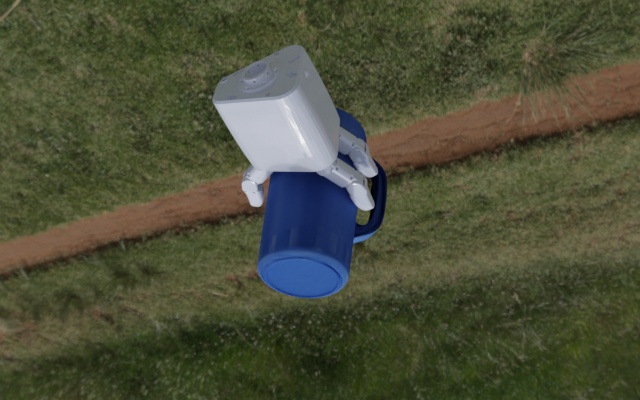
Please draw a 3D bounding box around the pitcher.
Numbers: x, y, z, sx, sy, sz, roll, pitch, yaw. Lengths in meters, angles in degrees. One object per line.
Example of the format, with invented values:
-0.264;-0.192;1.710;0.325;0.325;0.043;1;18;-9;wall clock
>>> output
0.000;0.002;0.629;0.149;0.242;0.145;-9;-42;19;pitcher
